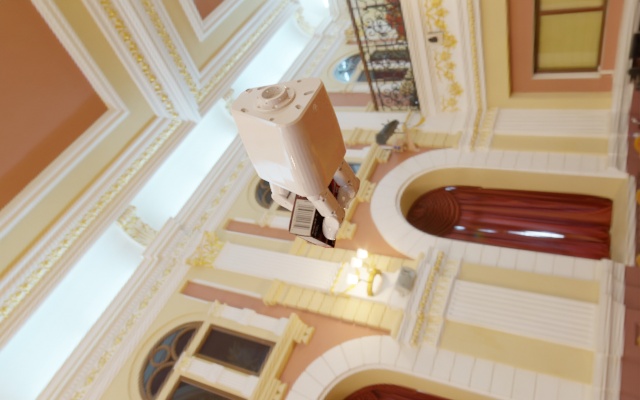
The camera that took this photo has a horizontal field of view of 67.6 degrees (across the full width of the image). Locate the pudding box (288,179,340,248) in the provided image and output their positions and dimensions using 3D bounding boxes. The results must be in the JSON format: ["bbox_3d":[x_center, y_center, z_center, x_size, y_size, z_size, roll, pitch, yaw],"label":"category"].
[{"bbox_3d":[0.000,0.002,0.659,0.039,0.113,0.090,9,-11,26],"label":"pudding box"}]
